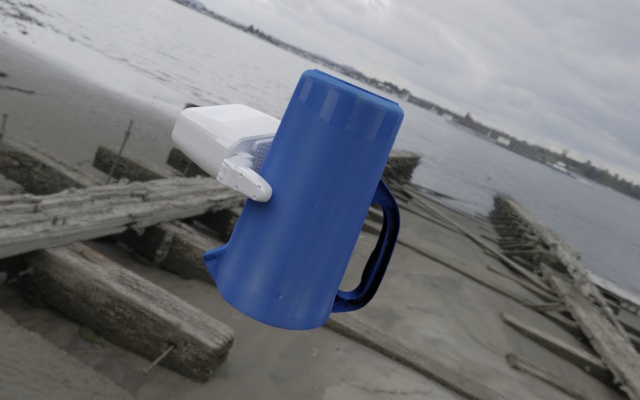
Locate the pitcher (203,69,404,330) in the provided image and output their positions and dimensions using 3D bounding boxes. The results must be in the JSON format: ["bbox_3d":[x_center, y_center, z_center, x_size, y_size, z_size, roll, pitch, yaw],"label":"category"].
[{"bbox_3d":[0.000,0.002,0.493,0.145,0.243,0.149,32,17,33],"label":"pitcher"}]
